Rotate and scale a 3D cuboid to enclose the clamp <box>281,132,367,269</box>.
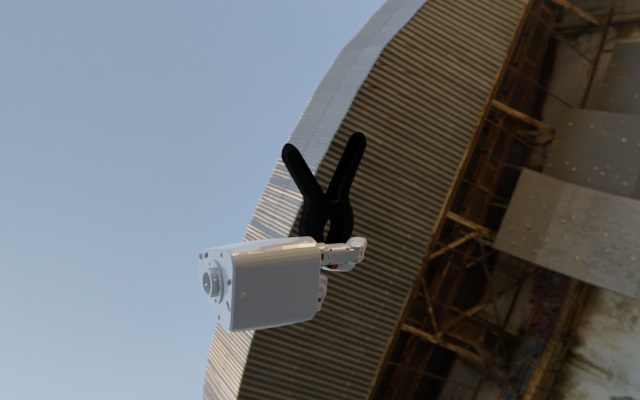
[{"bbox_3d":[0.000,0.002,0.572,0.120,0.171,0.039,-3,13,-34],"label":"clamp"}]
